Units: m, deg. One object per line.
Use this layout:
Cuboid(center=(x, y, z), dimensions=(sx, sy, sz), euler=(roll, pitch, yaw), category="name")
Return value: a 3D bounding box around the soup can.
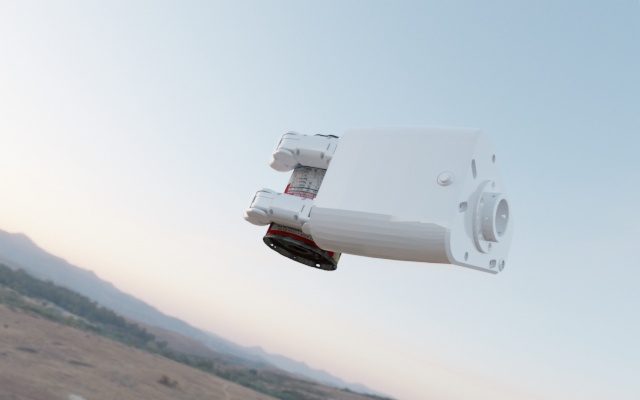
Cuboid(center=(0.000, 0.001, 0.419), dimensions=(0.068, 0.102, 0.068), euler=(20, -19, 7), category="soup can")
